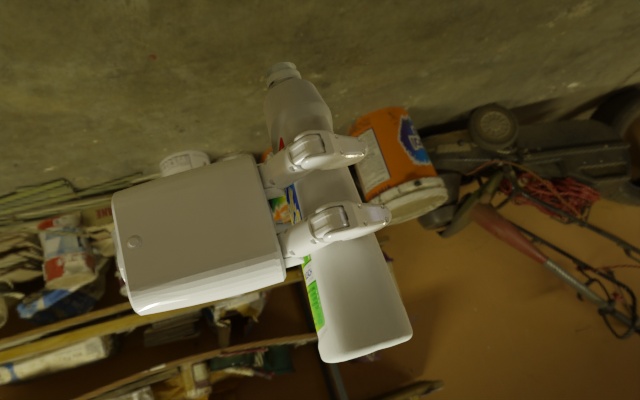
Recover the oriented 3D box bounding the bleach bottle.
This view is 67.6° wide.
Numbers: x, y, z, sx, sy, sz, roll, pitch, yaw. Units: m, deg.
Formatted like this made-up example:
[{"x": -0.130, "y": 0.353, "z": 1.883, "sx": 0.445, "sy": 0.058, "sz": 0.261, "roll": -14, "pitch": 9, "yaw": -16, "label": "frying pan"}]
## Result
[{"x": 0.000, "y": 0.001, "z": 0.401, "sx": 0.068, "sy": 0.250, "sz": 0.103, "roll": -14, "pitch": -17, "yaw": -11, "label": "bleach bottle"}]
